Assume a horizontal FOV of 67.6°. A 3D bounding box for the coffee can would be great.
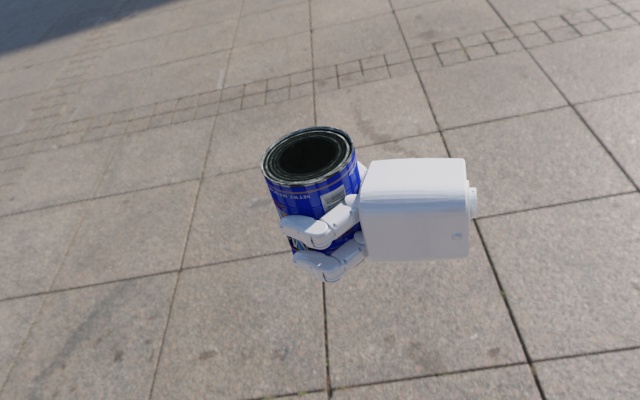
[{"bbox_3d":[0.000,0.002,0.547,0.103,0.140,0.102,-9,41,8],"label":"coffee can"}]
